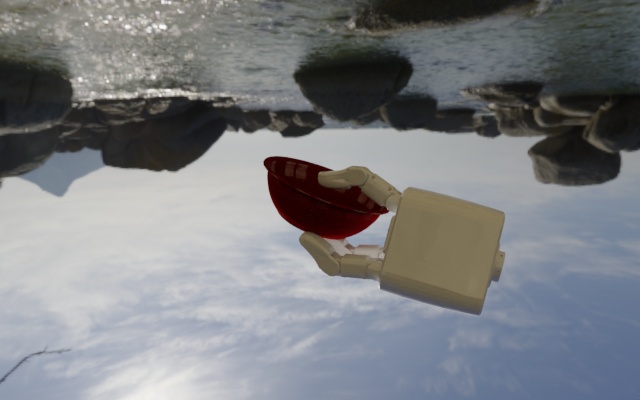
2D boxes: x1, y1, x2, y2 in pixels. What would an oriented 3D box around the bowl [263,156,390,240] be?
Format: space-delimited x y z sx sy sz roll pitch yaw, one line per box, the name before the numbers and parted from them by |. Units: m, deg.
bowl | -0.001 0.002 0.576 0.162 0.055 0.162 20 16 -6
